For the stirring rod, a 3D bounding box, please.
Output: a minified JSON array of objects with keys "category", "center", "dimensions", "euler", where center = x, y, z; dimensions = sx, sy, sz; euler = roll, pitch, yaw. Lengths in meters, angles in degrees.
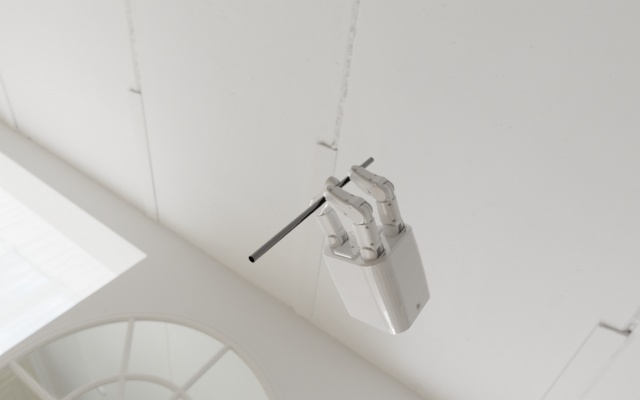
[{"category":"stirring rod","center":[0.000,0.002,0.547],"dimensions":[0.011,0.011,0.239],"euler":[0,28,39]}]
